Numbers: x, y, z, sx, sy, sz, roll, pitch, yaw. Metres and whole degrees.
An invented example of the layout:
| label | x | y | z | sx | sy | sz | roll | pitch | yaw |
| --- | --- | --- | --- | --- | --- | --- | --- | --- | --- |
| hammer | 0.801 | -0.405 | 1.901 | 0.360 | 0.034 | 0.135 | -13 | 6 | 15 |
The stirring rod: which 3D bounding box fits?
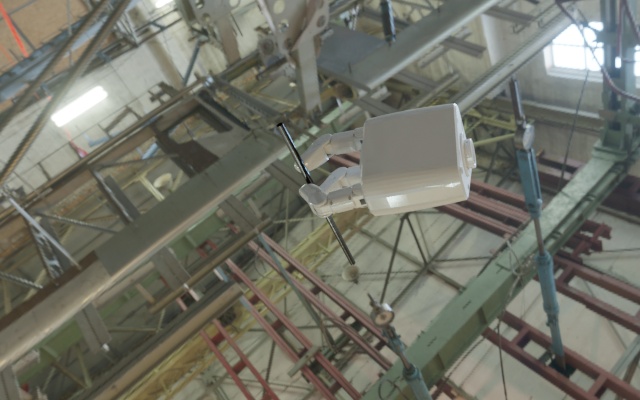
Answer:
| label | x | y | z | sx | sy | sz | roll | pitch | yaw |
| --- | --- | --- | --- | --- | --- | --- | --- | --- | --- |
| stirring rod | 0.000 | 0.002 | 0.601 | 0.011 | 0.240 | 0.011 | -18 | 37 | 14 |
